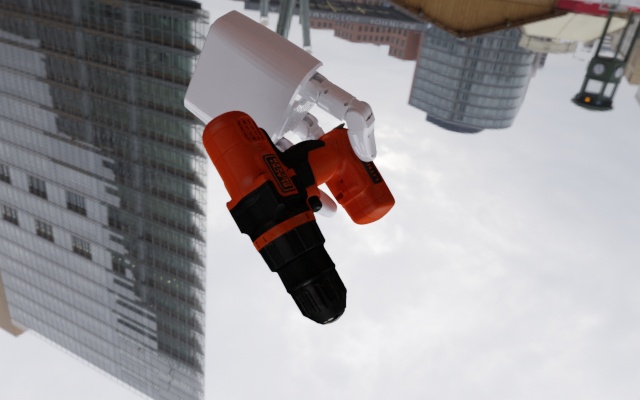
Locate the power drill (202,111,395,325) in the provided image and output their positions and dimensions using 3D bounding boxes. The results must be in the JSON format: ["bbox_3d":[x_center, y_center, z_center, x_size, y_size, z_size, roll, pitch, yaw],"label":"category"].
[{"bbox_3d":[0.000,0.001,0.431,0.057,0.184,0.187,-33,-8,30],"label":"power drill"}]
